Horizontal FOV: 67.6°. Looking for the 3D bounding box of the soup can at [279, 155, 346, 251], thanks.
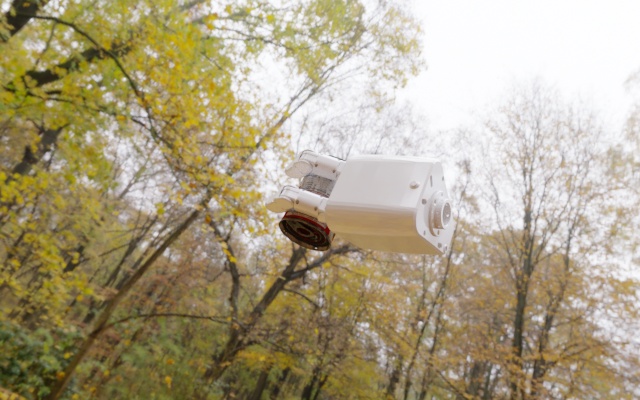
[{"bbox_3d":[0.000,0.002,0.593,0.068,0.102,0.068,20,-28,11],"label":"soup can"}]
